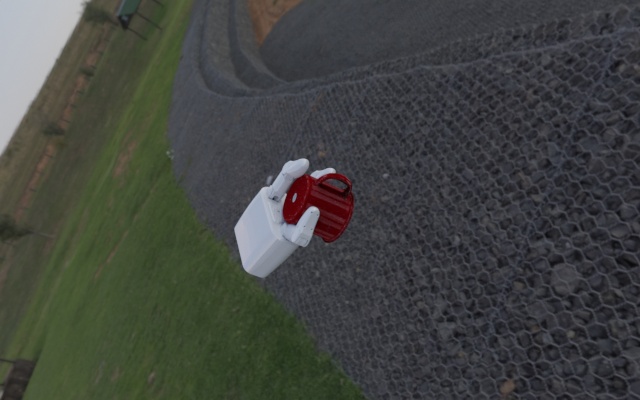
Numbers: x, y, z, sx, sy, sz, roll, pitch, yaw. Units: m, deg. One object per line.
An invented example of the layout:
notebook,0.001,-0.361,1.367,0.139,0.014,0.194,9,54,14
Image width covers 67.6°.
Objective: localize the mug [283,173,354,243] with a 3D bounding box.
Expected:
mug,0.001,0.002,0.743,0.081,0.093,0.117,24,-53,-25
